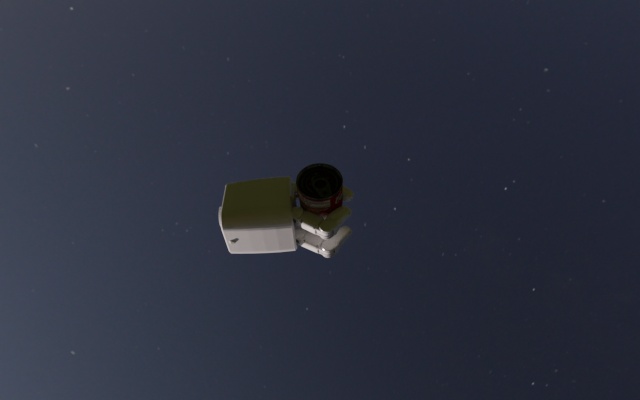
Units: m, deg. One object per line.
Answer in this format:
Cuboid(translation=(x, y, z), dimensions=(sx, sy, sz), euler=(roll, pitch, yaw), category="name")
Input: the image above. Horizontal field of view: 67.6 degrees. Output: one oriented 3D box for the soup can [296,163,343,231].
Cuboid(translation=(0.001, 0.002, 0.727), dimensions=(0.068, 0.068, 0.102), euler=(0, -38, 2), category="soup can")
